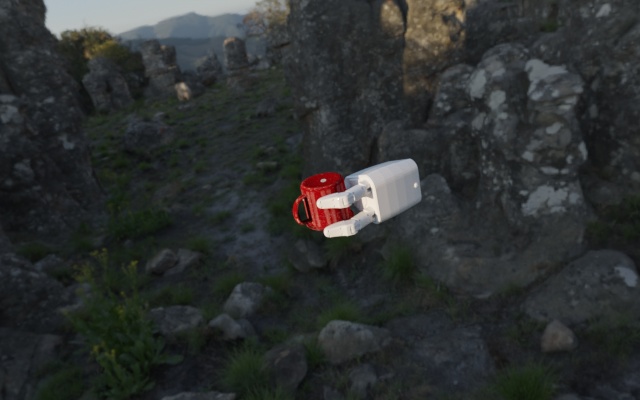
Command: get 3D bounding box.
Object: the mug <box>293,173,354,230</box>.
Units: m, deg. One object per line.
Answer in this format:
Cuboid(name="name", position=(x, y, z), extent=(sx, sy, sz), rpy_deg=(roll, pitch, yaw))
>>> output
Cuboid(name="mug", position=(-0.001, 0.003, 0.887), extent=(0.117, 0.081, 0.093), rpy_deg=(-23, 24, -24))
